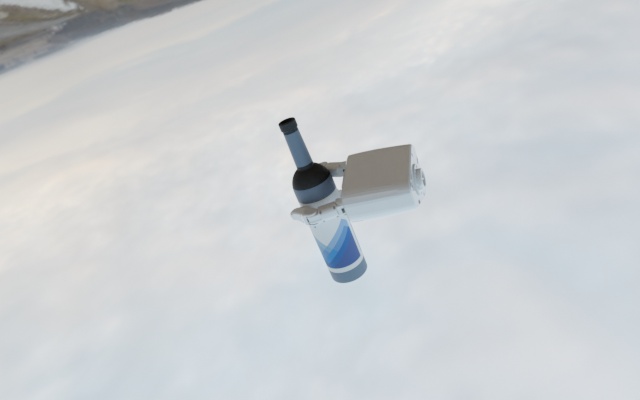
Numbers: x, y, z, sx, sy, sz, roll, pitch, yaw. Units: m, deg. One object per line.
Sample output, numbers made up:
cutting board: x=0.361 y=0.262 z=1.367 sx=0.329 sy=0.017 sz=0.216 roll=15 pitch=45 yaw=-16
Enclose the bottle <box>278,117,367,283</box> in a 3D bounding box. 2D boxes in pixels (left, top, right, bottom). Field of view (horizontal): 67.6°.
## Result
bottle: x=0.000 y=0.003 z=0.782 sx=0.069 sy=0.296 sz=0.069 roll=-18 pitch=26 yaw=9
